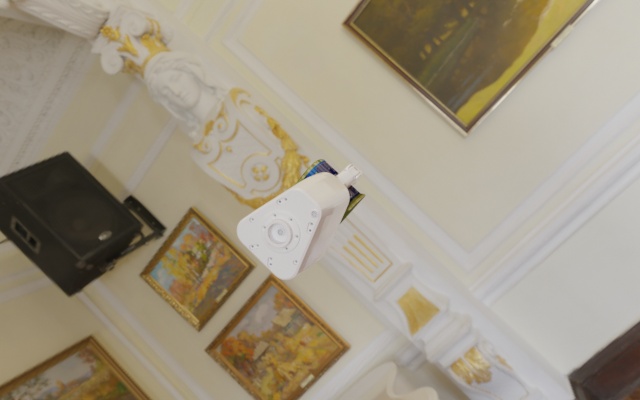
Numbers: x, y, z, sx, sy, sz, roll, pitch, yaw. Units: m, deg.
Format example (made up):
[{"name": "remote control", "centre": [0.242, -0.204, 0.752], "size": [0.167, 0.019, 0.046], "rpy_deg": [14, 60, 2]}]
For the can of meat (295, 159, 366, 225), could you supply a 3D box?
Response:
[{"name": "can of meat", "centre": [0.000, 0.002, 0.697], "size": [0.084, 0.102, 0.057], "rpy_deg": [43, 25, 6]}]
